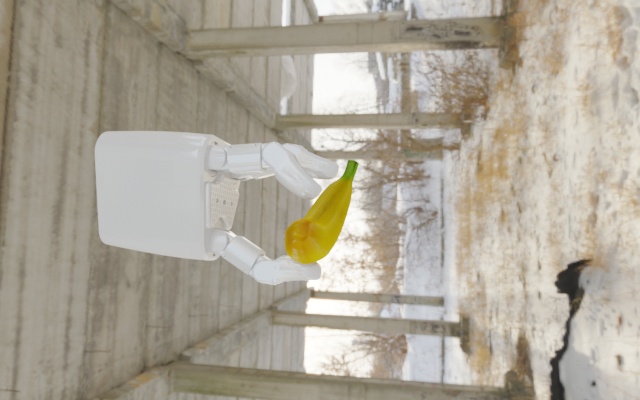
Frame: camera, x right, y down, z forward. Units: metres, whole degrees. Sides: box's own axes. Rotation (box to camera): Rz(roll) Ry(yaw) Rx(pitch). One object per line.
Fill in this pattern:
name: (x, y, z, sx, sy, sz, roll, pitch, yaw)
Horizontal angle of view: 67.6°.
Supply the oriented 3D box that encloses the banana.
banana: (-0.001, 0.018, 0.436, 0.037, 0.070, 0.197, 10, 22, 10)
